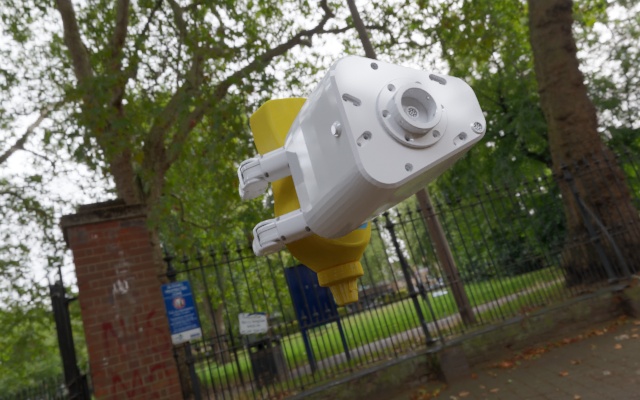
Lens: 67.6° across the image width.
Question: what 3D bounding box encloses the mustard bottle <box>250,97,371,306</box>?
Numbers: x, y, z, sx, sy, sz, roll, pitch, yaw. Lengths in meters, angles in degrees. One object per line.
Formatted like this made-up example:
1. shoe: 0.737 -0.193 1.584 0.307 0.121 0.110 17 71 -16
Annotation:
1. mustard bottle: 0.000 0.001 0.444 0.096 0.191 0.058 -2 -20 -45
